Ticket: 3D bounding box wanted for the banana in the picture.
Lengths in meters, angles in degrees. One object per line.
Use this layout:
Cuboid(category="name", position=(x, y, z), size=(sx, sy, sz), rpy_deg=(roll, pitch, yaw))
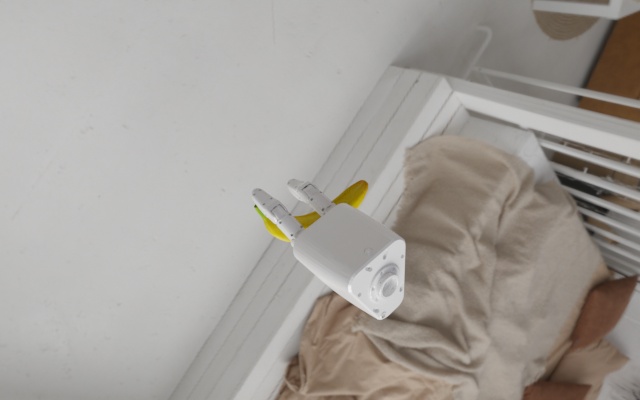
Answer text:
Cuboid(category="banana", position=(-0.003, 0.020, 0.701), size=(0.198, 0.070, 0.037), rpy_deg=(-14, 28, -35))
